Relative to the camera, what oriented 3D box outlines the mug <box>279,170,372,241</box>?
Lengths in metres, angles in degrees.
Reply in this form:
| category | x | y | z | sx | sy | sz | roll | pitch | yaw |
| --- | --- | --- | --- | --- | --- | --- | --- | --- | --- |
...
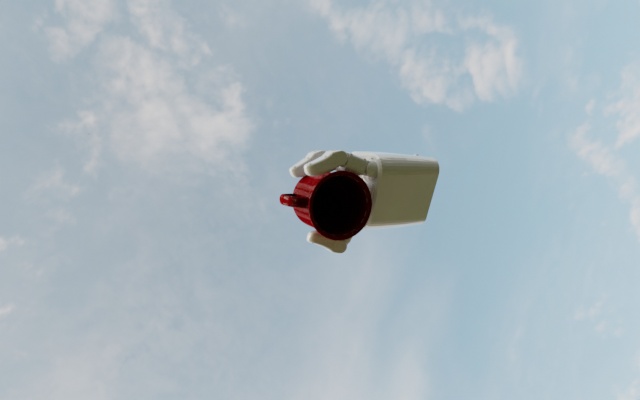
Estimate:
| category | x | y | z | sx | sy | sz | roll | pitch | yaw |
| --- | --- | --- | --- | --- | --- | --- | --- | --- | --- |
| mug | -0.001 | 0.002 | 0.655 | 0.117 | 0.093 | 0.081 | 0 | 7 | -25 |
